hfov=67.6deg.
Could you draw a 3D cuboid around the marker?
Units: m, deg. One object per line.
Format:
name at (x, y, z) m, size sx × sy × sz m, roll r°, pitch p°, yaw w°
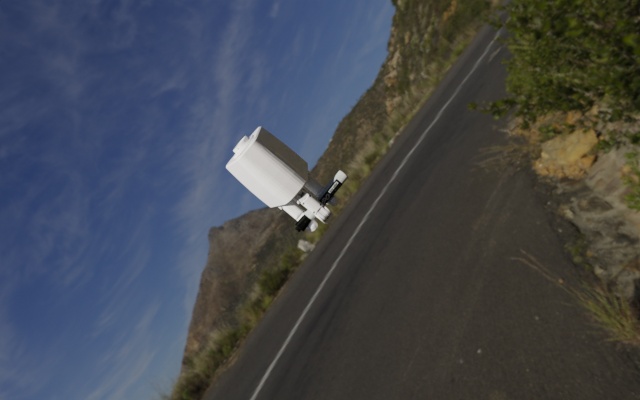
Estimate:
marker at (0.000, 0.003, 0.780) m, size 0.020 × 0.121 × 0.020 m, roll 40°, pitch -3°, yaw 2°
